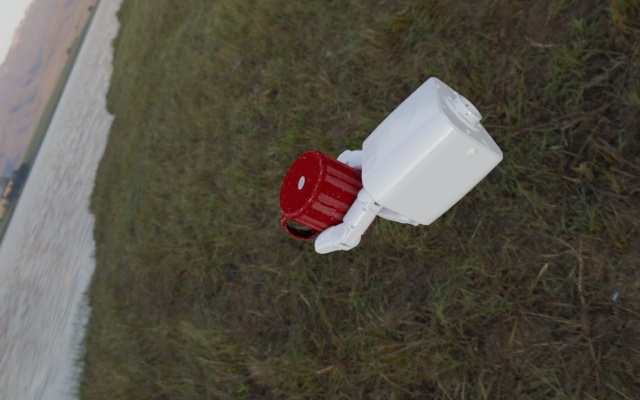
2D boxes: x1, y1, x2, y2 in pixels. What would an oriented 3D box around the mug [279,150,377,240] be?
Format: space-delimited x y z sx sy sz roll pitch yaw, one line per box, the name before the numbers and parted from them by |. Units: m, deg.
mug | -0.001 0.003 0.547 0.081 0.093 0.117 25 -55 -32
